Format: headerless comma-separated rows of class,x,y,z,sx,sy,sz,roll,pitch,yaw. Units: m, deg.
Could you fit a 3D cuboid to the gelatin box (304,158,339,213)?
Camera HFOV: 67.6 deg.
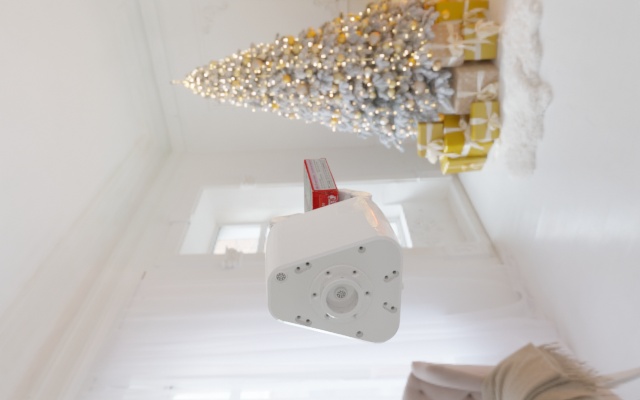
gelatin box,0.000,0.002,0.546,0.030,0.073,0.089,-4,28,-8
